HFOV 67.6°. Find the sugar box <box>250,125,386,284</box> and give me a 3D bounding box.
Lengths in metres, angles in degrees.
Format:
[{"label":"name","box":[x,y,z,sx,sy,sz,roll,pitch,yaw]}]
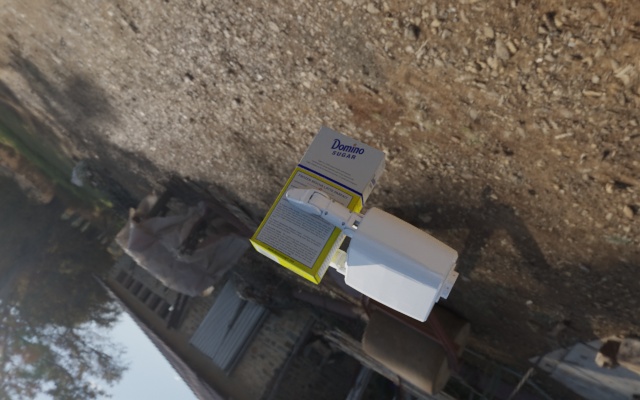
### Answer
[{"label":"sugar box","box":[0.000,0.002,0.587,0.093,0.176,0.048,27,-18,17]}]
